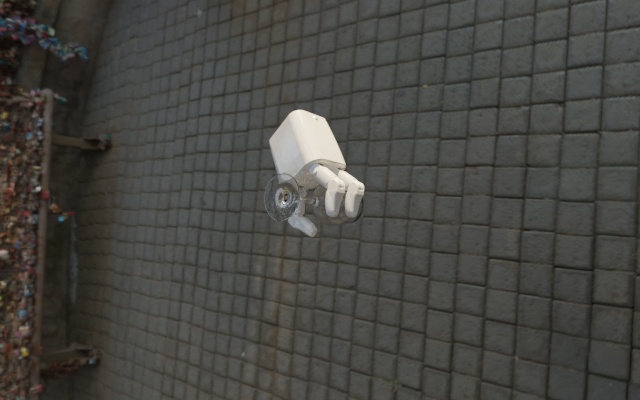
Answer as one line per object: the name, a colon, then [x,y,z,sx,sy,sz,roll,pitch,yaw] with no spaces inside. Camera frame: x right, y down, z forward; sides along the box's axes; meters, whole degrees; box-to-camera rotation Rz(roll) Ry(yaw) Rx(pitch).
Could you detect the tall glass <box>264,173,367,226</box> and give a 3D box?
tall glass: [0.000,0.003,0.816,0.079,0.079,0.201,0,-5,38]
